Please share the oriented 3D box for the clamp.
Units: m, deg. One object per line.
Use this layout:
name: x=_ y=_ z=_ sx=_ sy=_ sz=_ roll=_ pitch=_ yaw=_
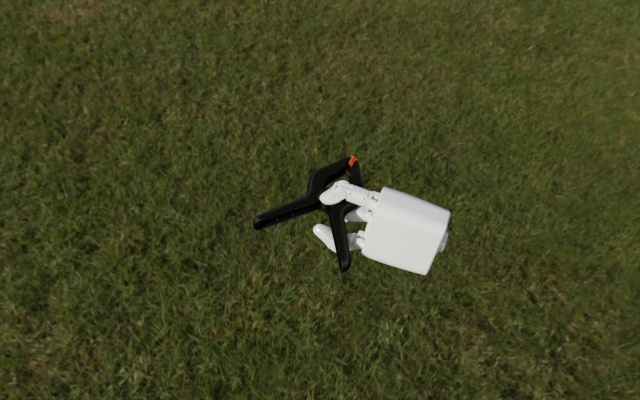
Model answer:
clamp: x=0.001 y=0.002 z=0.771 sx=0.164 sy=0.210 sz=0.036 roll=20 pitch=-35 yaw=8
